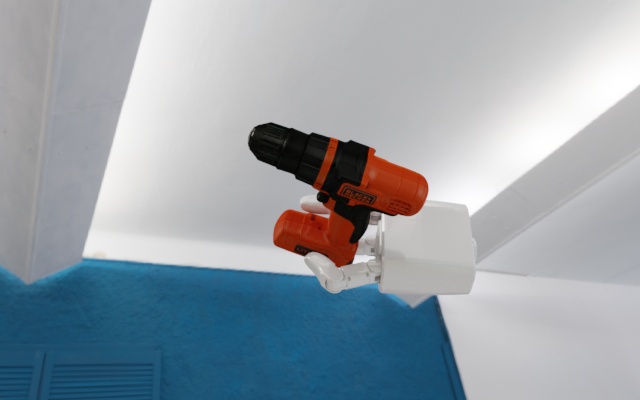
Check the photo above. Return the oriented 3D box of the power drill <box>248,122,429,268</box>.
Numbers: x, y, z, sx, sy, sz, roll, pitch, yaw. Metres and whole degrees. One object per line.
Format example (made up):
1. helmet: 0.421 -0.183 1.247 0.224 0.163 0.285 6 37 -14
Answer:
1. power drill: 0.000 0.002 0.525 0.184 0.057 0.188 21 -32 -4
